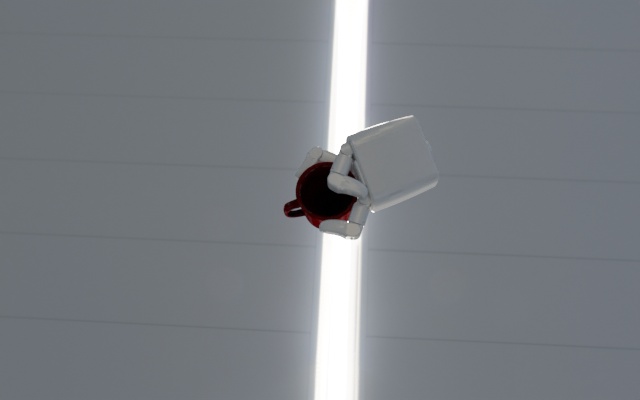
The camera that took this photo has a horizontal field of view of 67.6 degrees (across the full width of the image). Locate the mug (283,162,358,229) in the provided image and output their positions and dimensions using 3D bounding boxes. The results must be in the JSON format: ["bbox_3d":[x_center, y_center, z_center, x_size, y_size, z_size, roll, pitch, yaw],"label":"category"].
[{"bbox_3d":[-0.001,0.003,0.738,0.117,0.093,0.081,-20,-19,-4],"label":"mug"}]
